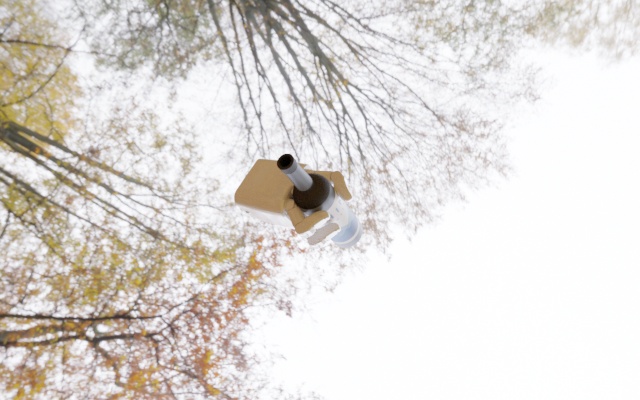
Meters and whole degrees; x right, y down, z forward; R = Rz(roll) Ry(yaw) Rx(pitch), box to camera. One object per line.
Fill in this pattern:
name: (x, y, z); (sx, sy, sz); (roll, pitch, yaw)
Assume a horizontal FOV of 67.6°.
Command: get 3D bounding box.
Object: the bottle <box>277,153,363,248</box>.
bottle: (0.000, 0.003, 0.819); (0.069, 0.069, 0.296); (0, -24, 23)
